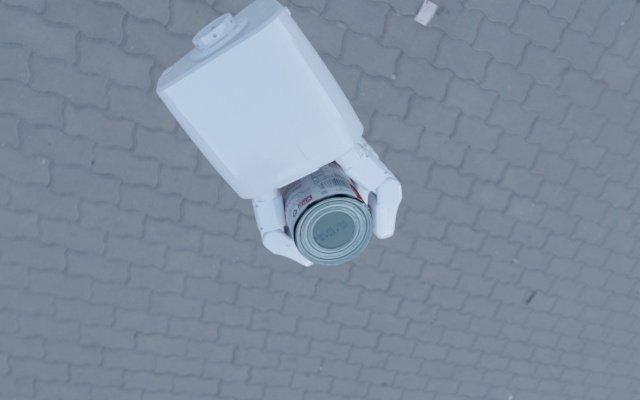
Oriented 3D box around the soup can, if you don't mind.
[{"bbox_3d":[0.000,0.002,0.422,0.068,0.068,0.102,0,28,-15],"label":"soup can"}]
